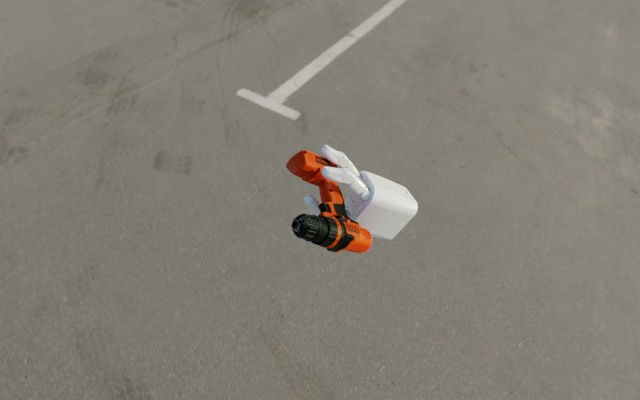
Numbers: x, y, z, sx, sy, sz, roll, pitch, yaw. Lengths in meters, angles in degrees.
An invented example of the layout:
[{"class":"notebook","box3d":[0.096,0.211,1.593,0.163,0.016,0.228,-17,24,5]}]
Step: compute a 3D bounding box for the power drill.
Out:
[{"class":"power drill","box3d":[0.000,0.002,0.840,0.057,0.187,0.184,-37,-34,27]}]
